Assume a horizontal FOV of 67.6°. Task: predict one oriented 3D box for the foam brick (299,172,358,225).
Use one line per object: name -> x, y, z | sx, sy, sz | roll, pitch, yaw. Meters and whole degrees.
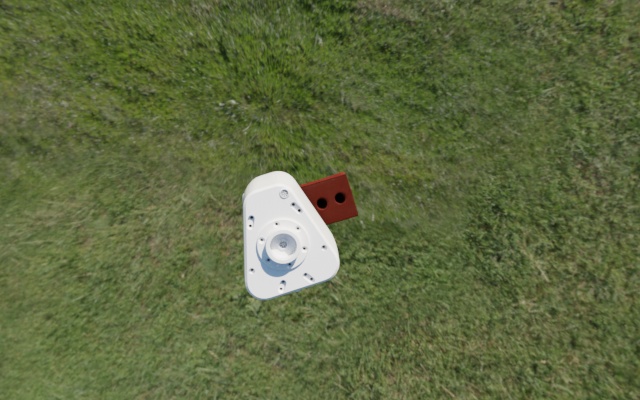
foam brick -> 0.000, 0.002, 0.573 | 0.078, 0.053, 0.051 | -17, 6, -3
